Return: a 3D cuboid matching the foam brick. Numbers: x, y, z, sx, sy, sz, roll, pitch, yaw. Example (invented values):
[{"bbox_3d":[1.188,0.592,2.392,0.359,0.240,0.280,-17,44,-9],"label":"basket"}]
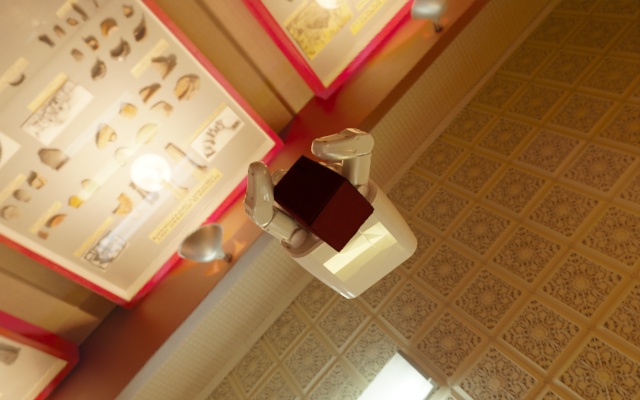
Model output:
[{"bbox_3d":[0.000,0.002,0.439,0.051,0.053,0.078,45,-6,-38],"label":"foam brick"}]
